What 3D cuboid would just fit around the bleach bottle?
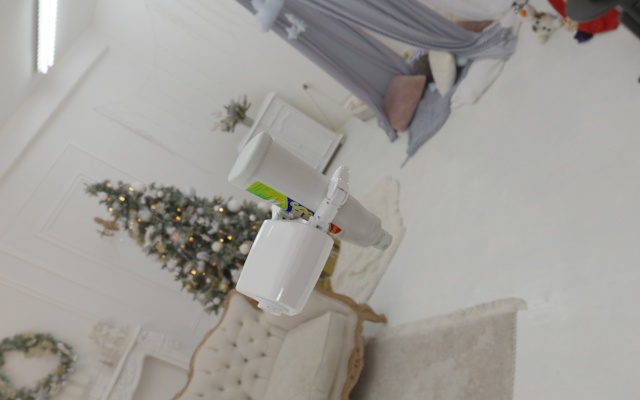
[{"bbox_3d":[0.000,0.002,0.671,0.251,0.068,0.102,30,-20,-18],"label":"bleach bottle"}]
